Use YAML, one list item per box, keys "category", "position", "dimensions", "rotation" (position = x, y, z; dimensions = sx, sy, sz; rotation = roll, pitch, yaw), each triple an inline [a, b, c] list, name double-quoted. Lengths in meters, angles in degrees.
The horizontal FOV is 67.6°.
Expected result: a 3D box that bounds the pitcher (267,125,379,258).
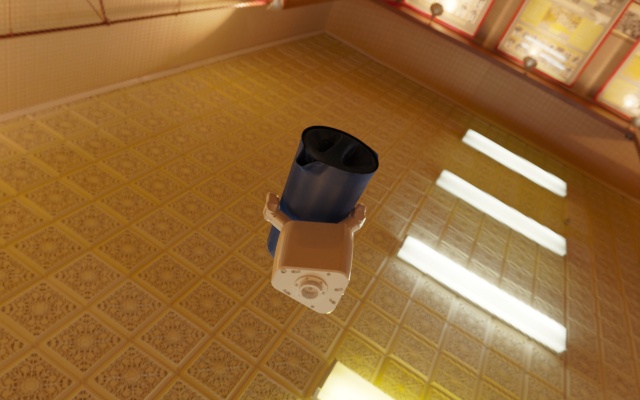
- category: "pitcher"
  position: [0.000, 0.003, 0.827]
  dimensions: [0.149, 0.243, 0.145]
  rotation: [19, 34, -10]
